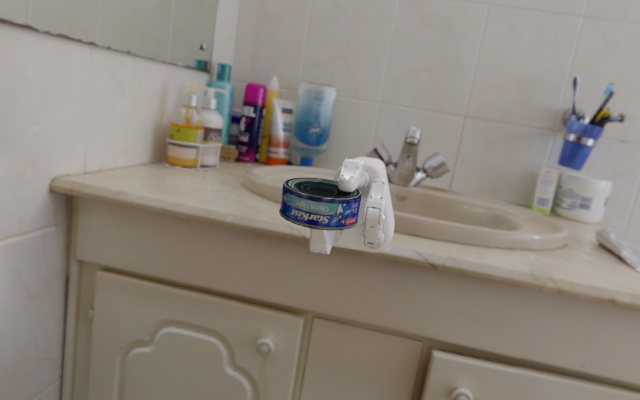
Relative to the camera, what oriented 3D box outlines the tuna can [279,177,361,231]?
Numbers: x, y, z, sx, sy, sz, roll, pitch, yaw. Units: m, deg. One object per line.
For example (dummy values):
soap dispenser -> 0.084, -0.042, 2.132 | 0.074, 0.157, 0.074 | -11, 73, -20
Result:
tuna can -> 0.000, 0.001, 0.510 | 0.086, 0.034, 0.086 | 8, 16, -2
